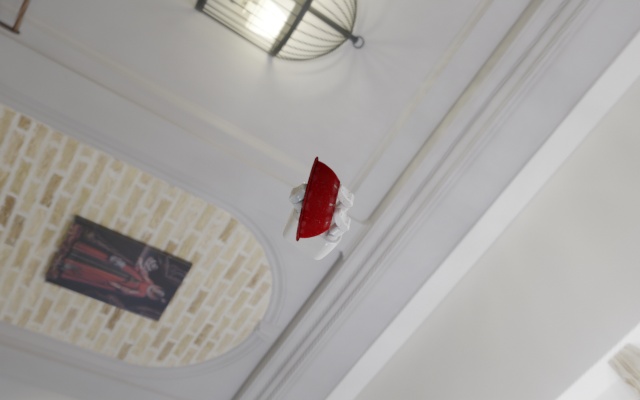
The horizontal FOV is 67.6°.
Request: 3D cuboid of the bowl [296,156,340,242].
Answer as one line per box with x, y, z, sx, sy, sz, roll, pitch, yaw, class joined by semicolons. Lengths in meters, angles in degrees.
0.001;0.003;0.879;0.055;0.162;0.162;13;1;3;bowl
